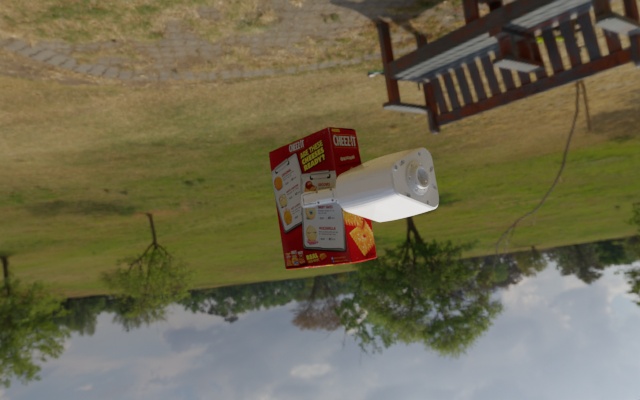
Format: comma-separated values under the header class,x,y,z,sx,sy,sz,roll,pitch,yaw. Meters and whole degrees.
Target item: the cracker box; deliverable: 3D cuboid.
class,x,y,z,sx,sy,sz,roll,pitch,yaw
cracker box,0.000,0.003,0.806,0.072,0.213,0.164,-3,-8,-43
